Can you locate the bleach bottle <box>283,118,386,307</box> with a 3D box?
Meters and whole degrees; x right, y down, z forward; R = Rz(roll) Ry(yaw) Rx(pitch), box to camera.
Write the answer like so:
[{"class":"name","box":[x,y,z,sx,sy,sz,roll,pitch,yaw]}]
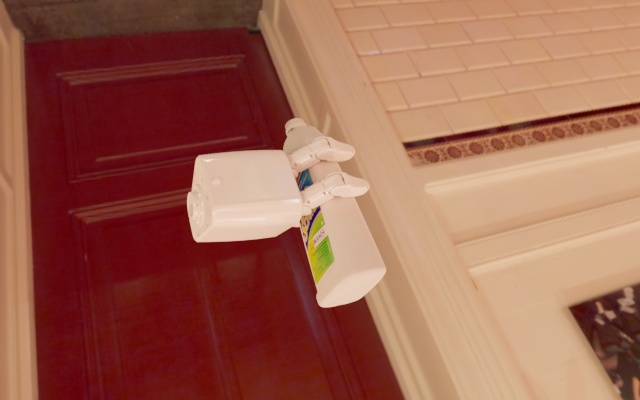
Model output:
[{"class":"bleach bottle","box":[0.000,0.002,0.621,0.068,0.250,0.103,-5,-31,-28]}]
